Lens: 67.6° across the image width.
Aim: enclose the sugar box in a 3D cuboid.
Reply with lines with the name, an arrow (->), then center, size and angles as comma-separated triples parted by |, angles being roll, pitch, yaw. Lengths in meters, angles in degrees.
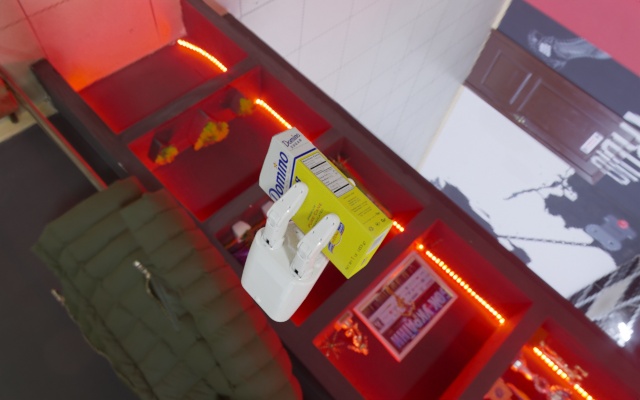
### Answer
sugar box -> 0.000, 0.002, 0.588 | 0.048, 0.176, 0.093 | -33, -21, -39
